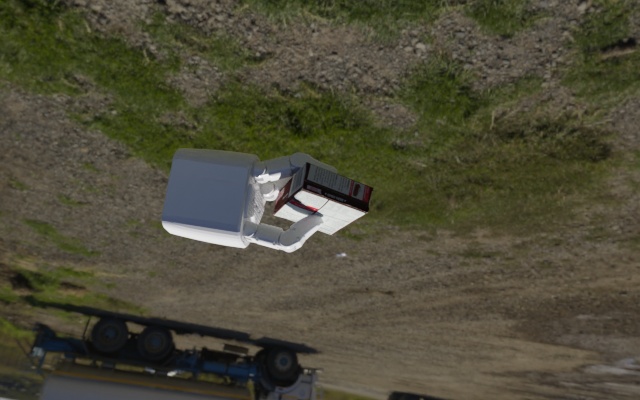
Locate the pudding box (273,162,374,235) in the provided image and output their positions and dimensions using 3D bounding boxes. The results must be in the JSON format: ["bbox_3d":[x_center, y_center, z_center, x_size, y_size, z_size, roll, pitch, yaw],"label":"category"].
[{"bbox_3d":[0.000,0.002,0.600,0.090,0.039,0.113,19,-23,-16],"label":"pudding box"}]
